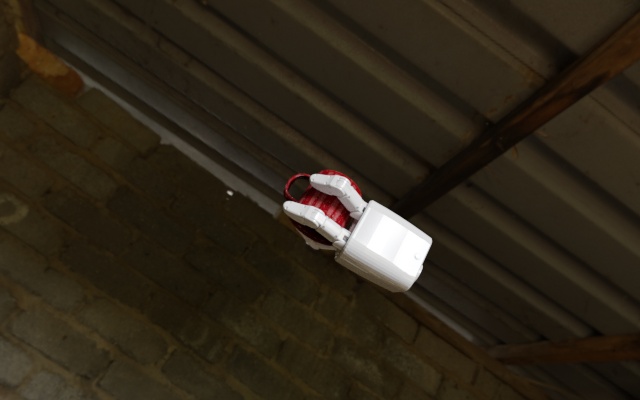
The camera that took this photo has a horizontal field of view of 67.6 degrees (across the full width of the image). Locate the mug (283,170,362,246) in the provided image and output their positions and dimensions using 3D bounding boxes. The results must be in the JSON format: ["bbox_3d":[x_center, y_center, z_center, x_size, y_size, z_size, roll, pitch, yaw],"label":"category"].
[{"bbox_3d":[-0.001,0.001,0.723,0.117,0.081,0.093,32,-29,3],"label":"mug"}]
